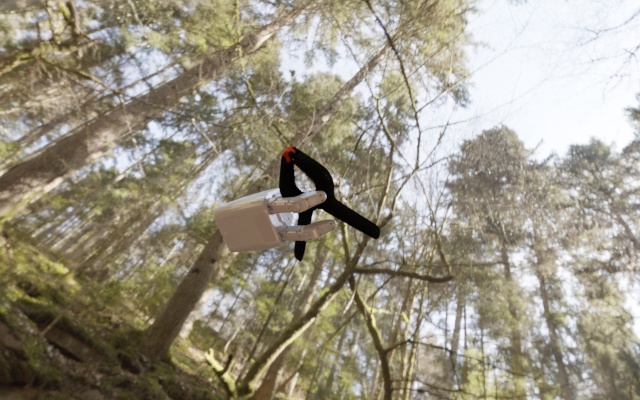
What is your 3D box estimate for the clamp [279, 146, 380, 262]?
[{"bbox_3d":[0.000,0.002,0.806,0.164,0.210,0.036,-13,24,18],"label":"clamp"}]
